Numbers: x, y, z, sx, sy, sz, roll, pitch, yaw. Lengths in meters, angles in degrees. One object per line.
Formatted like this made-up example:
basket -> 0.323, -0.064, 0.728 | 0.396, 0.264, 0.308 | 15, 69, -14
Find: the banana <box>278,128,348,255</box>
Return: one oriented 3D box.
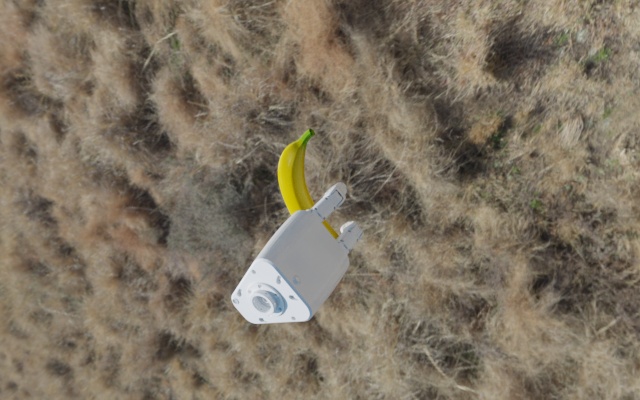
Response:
banana -> -0.017, 0.001, 0.678 | 0.069, 0.198, 0.037 | -7, 23, 27
